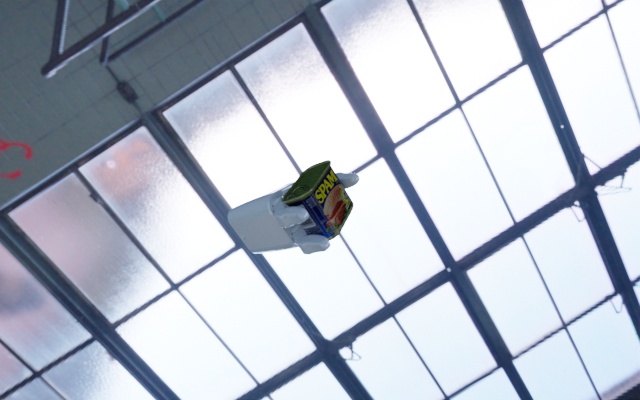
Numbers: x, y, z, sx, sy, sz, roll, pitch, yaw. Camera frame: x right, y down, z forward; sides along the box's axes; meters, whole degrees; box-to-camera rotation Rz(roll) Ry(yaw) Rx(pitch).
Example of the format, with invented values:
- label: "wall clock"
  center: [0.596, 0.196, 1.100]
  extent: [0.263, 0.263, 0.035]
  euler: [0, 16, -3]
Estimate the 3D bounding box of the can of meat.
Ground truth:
- label: "can of meat"
  center: [0.000, 0.003, 0.717]
  extent: [0.057, 0.084, 0.102]
  euler: [-17, 26, 35]
